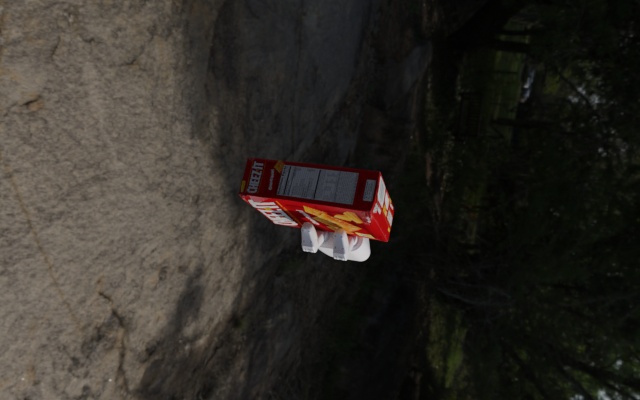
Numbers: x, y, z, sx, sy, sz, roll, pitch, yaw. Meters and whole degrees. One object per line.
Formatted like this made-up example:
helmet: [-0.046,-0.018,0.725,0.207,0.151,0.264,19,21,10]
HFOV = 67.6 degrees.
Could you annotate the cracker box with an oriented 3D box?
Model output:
cracker box: [0.000,0.002,0.771,0.213,0.072,0.164,7,-17,18]
